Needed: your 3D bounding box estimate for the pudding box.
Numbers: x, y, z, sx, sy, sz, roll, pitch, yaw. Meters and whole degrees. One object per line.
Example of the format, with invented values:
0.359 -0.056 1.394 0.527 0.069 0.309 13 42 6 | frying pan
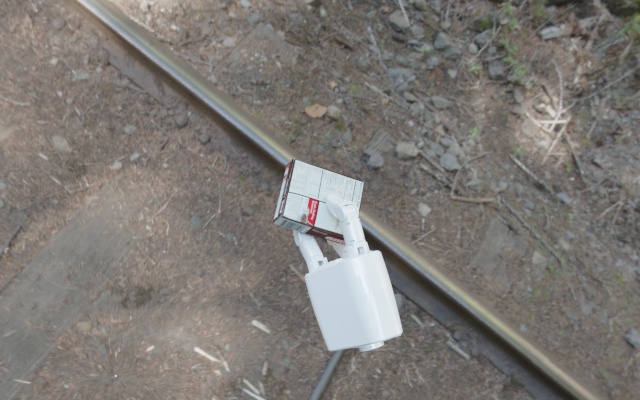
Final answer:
0.000 0.002 0.660 0.113 0.090 0.039 18 -23 -17 | pudding box
